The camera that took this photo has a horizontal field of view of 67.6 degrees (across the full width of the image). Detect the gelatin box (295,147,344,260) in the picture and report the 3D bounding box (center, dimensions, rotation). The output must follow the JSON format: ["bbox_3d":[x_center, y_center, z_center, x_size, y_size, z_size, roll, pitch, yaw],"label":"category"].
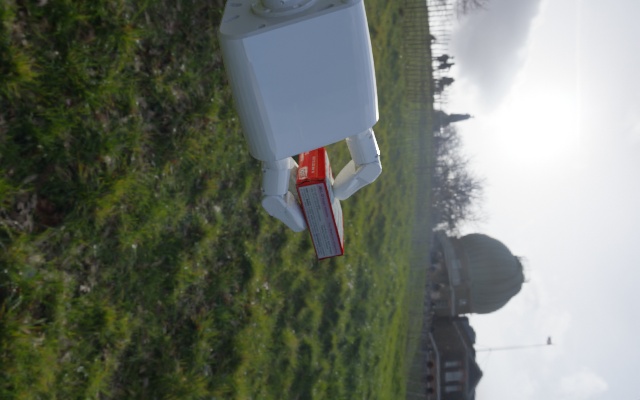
[{"bbox_3d":[0.001,0.002,0.473,0.030,0.089,0.073,-12,29,8],"label":"gelatin box"}]
